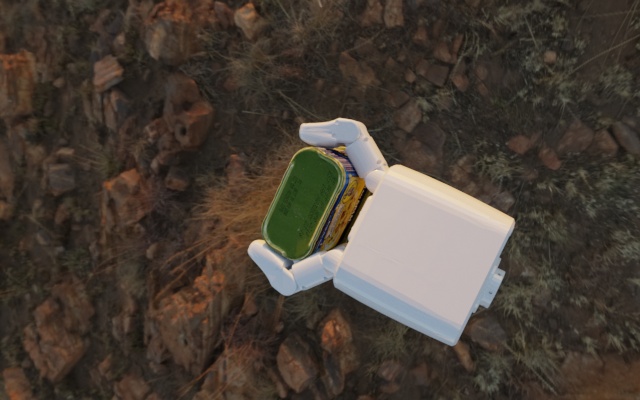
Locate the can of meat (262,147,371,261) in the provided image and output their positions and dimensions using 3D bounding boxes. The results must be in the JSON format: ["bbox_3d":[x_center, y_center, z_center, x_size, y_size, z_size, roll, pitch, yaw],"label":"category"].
[{"bbox_3d":[0.000,0.001,0.436,0.057,0.102,0.084,30,15,19],"label":"can of meat"}]
